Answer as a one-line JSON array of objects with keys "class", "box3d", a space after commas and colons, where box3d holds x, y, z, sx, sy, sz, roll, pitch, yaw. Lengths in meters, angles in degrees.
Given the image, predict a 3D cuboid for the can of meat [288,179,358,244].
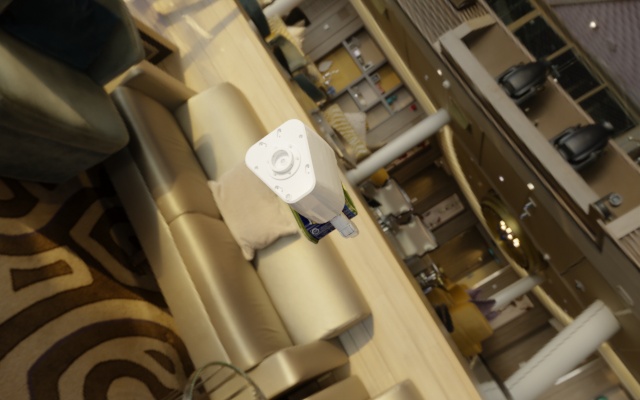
[{"class": "can of meat", "box3d": [0.000, 0.002, 0.747, 0.084, 0.102, 0.057, -34, -28, 10]}]
